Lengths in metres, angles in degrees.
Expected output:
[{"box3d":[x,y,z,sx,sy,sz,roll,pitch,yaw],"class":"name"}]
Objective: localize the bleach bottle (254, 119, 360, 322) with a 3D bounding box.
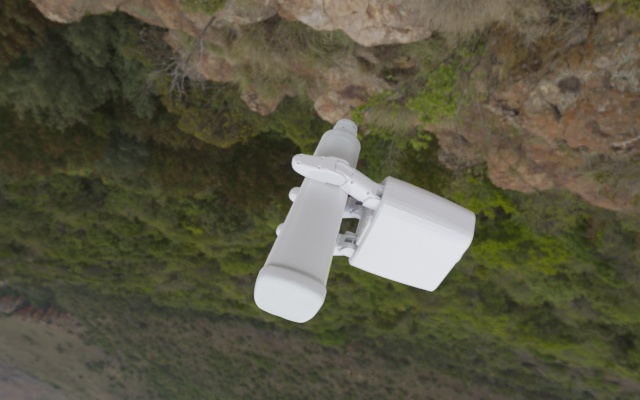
[{"box3d":[0.000,0.002,0.535,0.068,0.250,0.103,20,-32,-1],"class":"bleach bottle"}]
